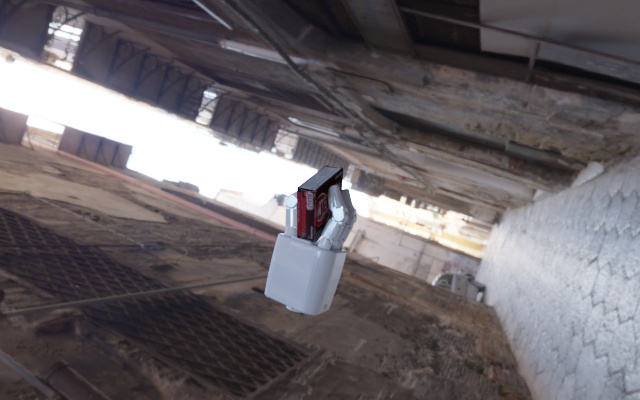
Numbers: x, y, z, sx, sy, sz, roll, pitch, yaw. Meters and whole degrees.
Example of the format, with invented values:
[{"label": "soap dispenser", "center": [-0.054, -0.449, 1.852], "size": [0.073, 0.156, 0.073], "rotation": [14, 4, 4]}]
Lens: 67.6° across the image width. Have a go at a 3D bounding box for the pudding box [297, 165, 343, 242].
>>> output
[{"label": "pudding box", "center": [0.000, 0.003, 0.777], "size": [0.039, 0.090, 0.113], "rotation": [12, 27, 19]}]
